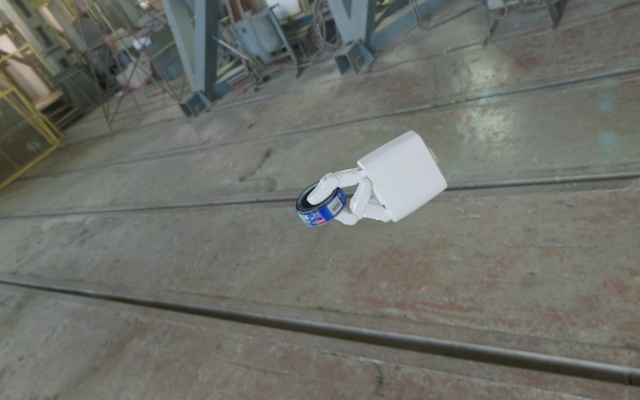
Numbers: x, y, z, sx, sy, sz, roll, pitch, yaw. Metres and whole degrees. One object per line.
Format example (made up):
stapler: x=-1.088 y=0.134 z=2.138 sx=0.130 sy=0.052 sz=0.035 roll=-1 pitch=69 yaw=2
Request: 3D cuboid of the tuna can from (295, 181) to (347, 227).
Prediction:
tuna can: x=0.000 y=0.002 z=0.808 sx=0.086 sy=0.034 sz=0.086 roll=-26 pitch=31 yaw=17
